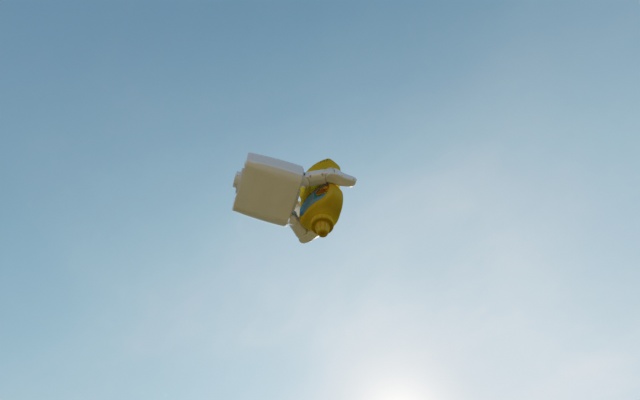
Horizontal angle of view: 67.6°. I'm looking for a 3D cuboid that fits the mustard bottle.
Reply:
[{"bbox_3d":[0.000,0.003,0.893,0.058,0.096,0.191,39,25,-24],"label":"mustard bottle"}]
